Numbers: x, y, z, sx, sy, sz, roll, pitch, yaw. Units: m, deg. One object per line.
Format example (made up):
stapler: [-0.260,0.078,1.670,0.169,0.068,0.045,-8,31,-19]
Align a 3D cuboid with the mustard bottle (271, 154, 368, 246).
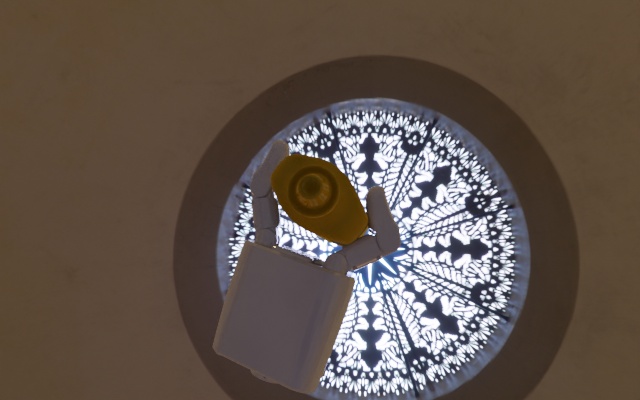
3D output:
mustard bottle: [0.000,0.001,0.440,0.096,0.058,0.191,43,-1,8]
